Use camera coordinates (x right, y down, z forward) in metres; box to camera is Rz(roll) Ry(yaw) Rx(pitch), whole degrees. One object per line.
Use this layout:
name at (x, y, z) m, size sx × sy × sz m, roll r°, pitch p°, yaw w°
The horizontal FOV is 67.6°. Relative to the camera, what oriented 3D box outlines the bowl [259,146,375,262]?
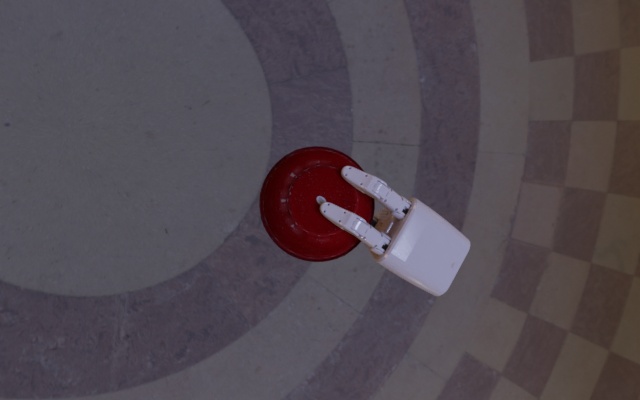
bowl at (-0.001, 0.002, 0.637) m, size 0.162 × 0.162 × 0.055 m, roll 0°, pitch -5°, yaw -8°
